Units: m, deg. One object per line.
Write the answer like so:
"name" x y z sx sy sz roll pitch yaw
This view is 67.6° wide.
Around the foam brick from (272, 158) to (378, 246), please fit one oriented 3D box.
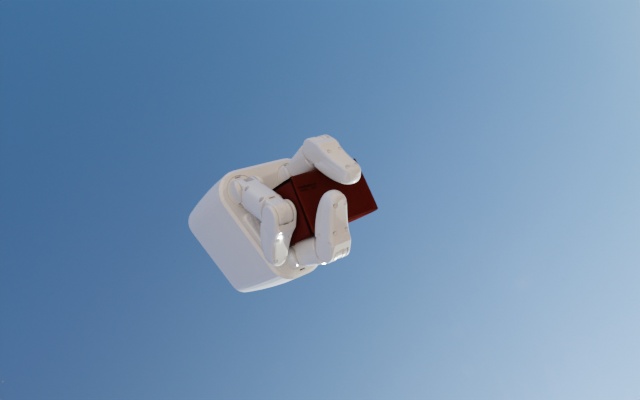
"foam brick" 0.000 0.001 0.428 0.078 0.053 0.051 -18 -7 -37
